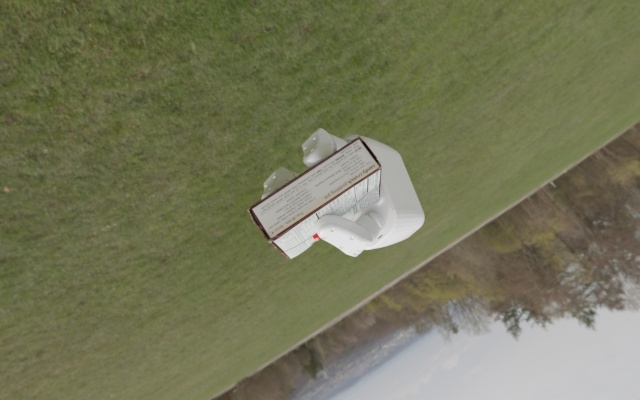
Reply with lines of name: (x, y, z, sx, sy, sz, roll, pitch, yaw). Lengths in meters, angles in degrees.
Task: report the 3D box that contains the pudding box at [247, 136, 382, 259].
pudding box: (0.000, 0.002, 0.424, 0.113, 0.039, 0.090, -35, -17, -5)
